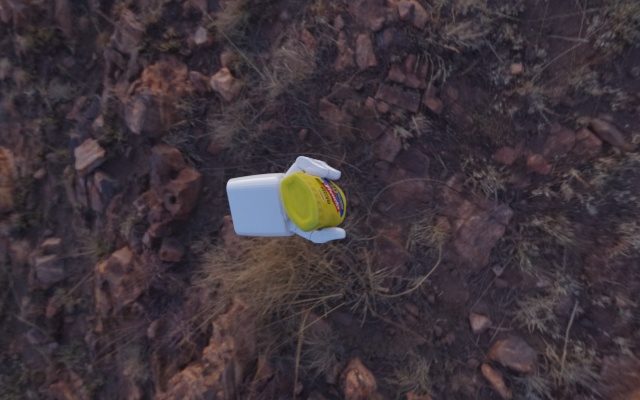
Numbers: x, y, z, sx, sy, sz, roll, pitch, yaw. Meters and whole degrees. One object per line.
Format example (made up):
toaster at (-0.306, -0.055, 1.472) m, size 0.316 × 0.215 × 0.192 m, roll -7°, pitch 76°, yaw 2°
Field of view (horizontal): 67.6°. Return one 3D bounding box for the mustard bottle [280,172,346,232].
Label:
mustard bottle at (0.000, 0.003, 0.836) m, size 0.058 × 0.096 × 0.191 m, roll -29°, pitch -11°, yaw 19°
